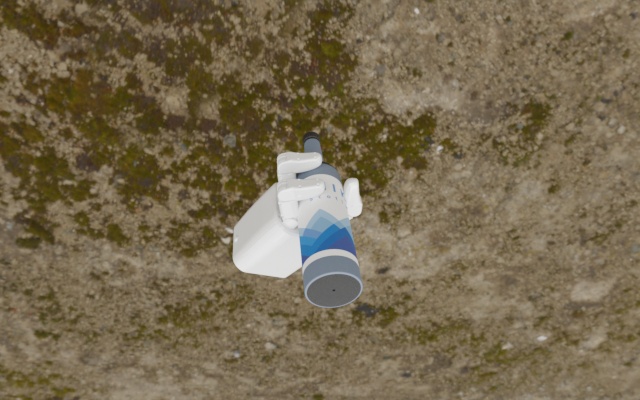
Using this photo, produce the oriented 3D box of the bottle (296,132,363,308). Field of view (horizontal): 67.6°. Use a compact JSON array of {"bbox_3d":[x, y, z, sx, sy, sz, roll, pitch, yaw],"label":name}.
[{"bbox_3d":[0.000,0.002,0.645,0.069,0.069,0.295,0,43,-8],"label":"bottle"}]
